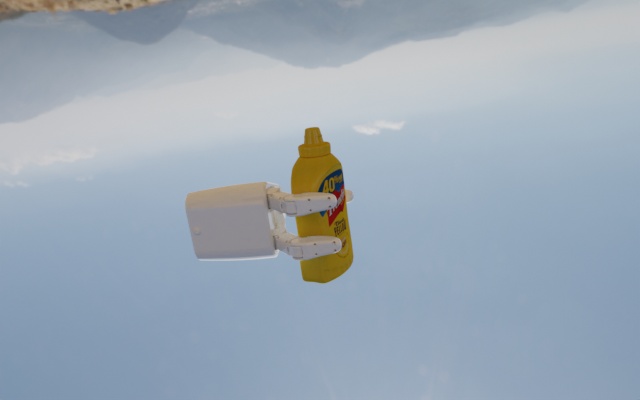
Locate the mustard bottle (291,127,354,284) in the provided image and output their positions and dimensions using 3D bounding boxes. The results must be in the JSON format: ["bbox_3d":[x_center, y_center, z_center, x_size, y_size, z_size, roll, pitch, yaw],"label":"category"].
[{"bbox_3d":[0.000,0.002,0.614,0.058,0.192,0.096,2,18,30],"label":"mustard bottle"}]
